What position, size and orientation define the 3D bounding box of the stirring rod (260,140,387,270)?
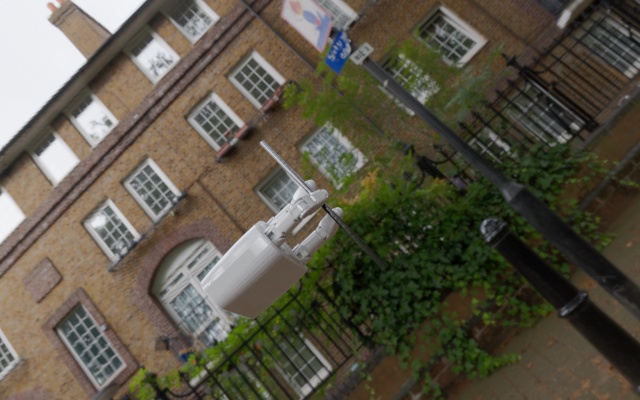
[{"bbox_3d":[0.000,0.002,0.636,0.239,0.011,0.011,46,14,14],"label":"stirring rod"}]
